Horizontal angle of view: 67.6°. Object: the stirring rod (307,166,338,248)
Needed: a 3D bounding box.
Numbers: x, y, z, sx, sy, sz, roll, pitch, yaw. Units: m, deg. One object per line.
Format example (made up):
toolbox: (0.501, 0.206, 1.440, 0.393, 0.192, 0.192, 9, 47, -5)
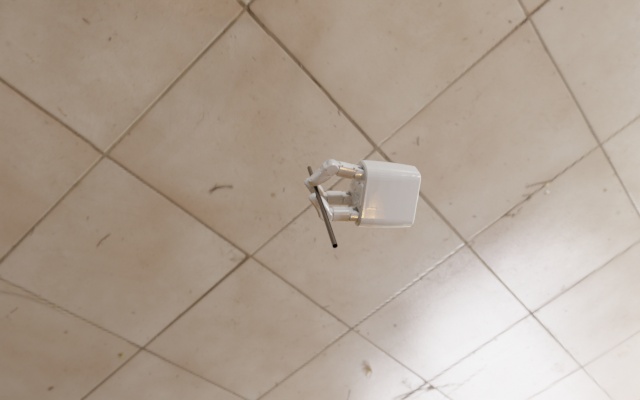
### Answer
stirring rod: (0.000, 0.003, 0.792, 0.011, 0.011, 0.239, 0, 32, -12)
